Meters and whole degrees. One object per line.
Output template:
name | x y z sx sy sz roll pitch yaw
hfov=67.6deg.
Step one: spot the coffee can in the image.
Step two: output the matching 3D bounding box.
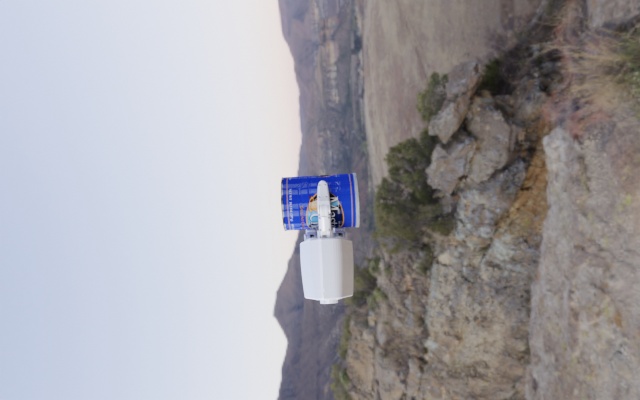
coffee can | 0.000 0.003 0.899 0.140 0.103 0.103 -3 0 1
